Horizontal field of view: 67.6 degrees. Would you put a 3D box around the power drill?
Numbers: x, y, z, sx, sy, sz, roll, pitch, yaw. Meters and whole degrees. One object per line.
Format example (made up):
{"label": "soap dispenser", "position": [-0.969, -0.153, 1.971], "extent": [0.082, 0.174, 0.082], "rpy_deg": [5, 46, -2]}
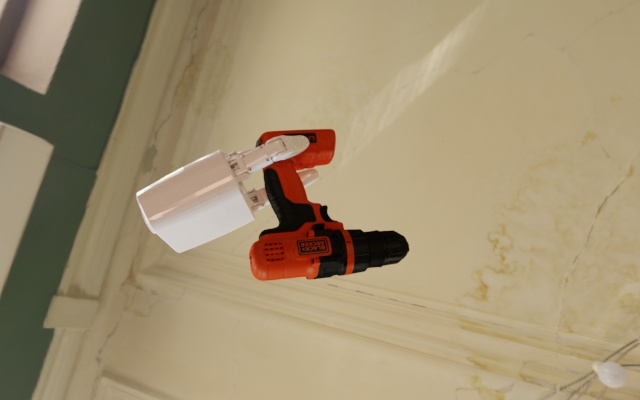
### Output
{"label": "power drill", "position": [0.000, 0.002, 0.570], "extent": [0.184, 0.187, 0.057], "rpy_deg": [-4, -32, -16]}
